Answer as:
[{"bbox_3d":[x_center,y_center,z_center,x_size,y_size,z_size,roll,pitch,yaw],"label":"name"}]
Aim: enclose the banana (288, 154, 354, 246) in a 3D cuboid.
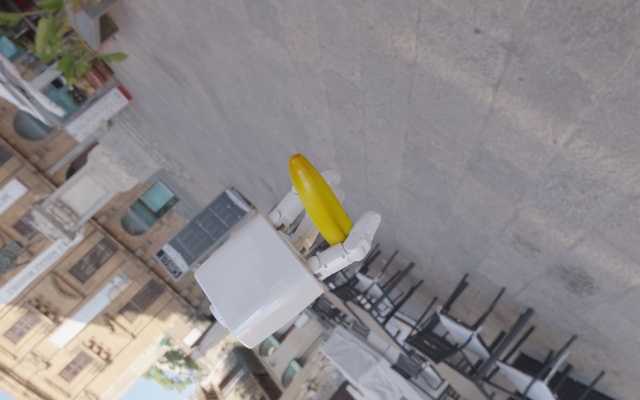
[{"bbox_3d":[0.010,0.017,0.541,0.037,0.069,0.198,-33,-27,2],"label":"banana"}]
